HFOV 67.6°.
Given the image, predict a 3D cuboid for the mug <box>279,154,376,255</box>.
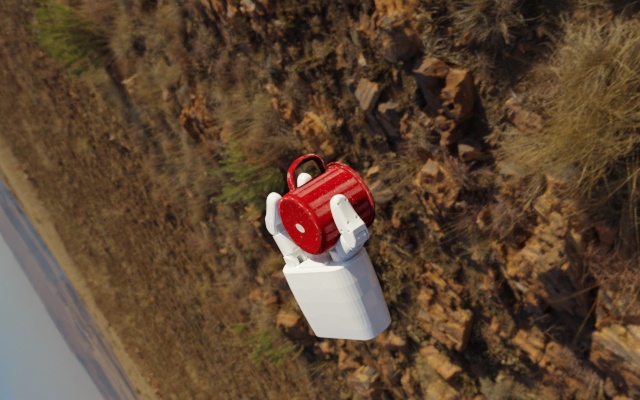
[{"bbox_3d":[-0.001,0.001,0.571,0.081,0.117,0.093,-32,14,-30],"label":"mug"}]
